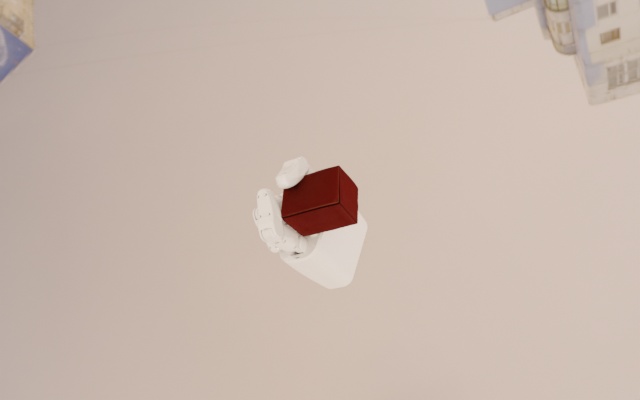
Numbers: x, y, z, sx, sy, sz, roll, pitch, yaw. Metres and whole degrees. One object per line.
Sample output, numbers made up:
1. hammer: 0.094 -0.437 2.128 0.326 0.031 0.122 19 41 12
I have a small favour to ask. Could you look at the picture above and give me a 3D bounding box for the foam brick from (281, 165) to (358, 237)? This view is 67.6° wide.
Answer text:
1. foam brick: 0.000 0.002 0.559 0.078 0.053 0.051 -15 -37 27
